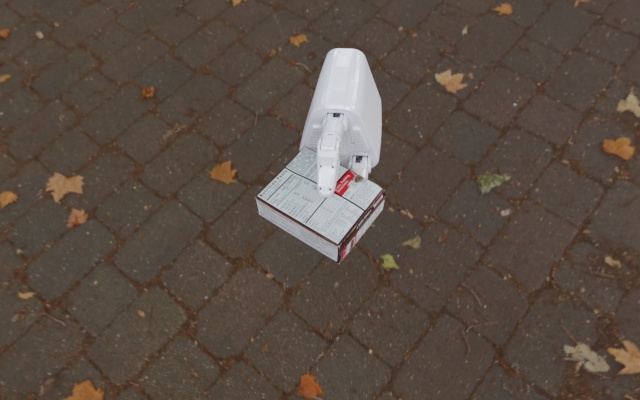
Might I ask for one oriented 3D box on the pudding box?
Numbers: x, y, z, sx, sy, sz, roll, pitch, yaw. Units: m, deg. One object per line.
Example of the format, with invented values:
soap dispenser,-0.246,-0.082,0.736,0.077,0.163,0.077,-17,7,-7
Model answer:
pudding box,0.000,0.002,0.514,0.113,0.090,0.039,29,-29,23
